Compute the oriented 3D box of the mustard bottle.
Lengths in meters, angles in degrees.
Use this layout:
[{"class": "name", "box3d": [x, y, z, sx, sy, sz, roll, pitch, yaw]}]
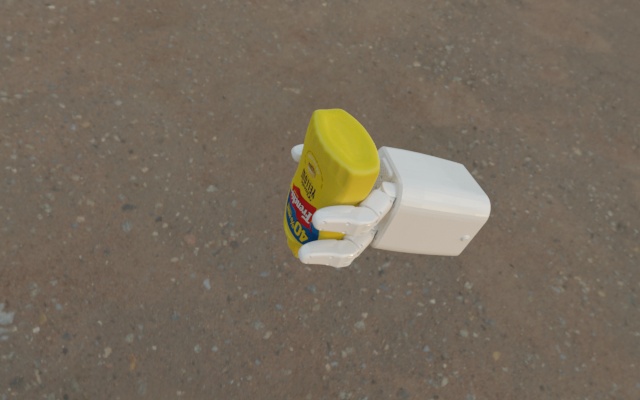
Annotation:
[{"class": "mustard bottle", "box3d": [0.000, 0.002, 0.521, 0.058, 0.096, 0.192, -10, -37, -27]}]
